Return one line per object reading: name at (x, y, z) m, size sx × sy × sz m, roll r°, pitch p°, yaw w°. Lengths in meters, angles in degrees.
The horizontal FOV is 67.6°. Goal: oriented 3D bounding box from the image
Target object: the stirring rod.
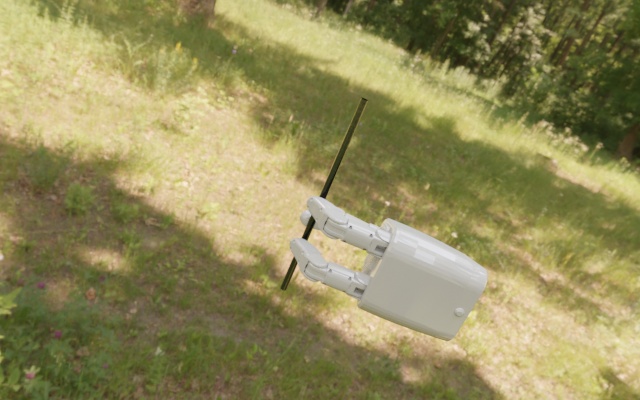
stirring rod at (0.000, 0.002, 0.520) m, size 0.011 × 0.240 × 0.011 m, roll 20°, pitch 22°, yaw -8°
